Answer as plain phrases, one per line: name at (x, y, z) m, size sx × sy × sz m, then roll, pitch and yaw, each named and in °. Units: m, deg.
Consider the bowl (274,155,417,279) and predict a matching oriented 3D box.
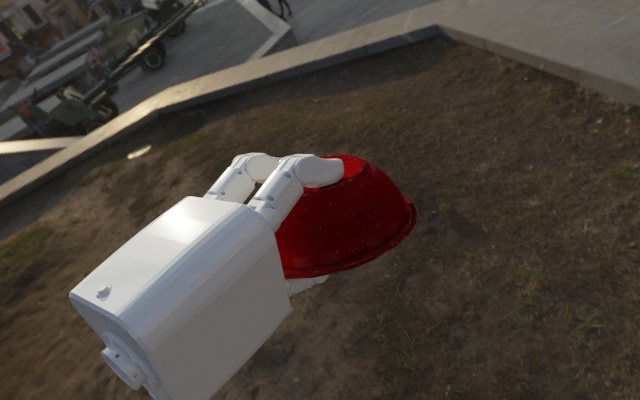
bowl at (0.001, 0.000, 0.421) m, size 0.162 × 0.055 × 0.162 m, roll -12°, pitch 22°, yaw 5°
